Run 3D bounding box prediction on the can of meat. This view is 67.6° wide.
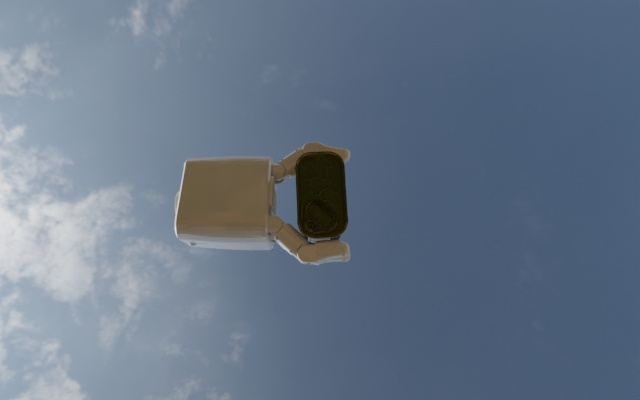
[{"bbox_3d":[0.000,0.002,0.583,0.057,0.102,0.084,-3,-13,-2],"label":"can of meat"}]
